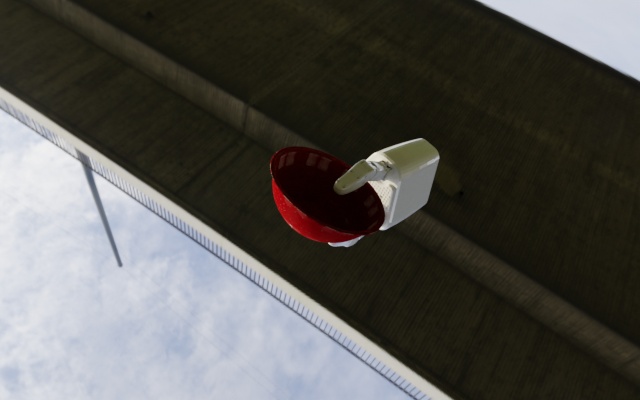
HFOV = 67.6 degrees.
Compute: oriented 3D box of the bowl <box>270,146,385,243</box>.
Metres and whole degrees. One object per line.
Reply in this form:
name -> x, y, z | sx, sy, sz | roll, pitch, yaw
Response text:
bowl -> -0.001, 0.002, 0.611 | 0.162, 0.055, 0.162 | 23, 33, -16
